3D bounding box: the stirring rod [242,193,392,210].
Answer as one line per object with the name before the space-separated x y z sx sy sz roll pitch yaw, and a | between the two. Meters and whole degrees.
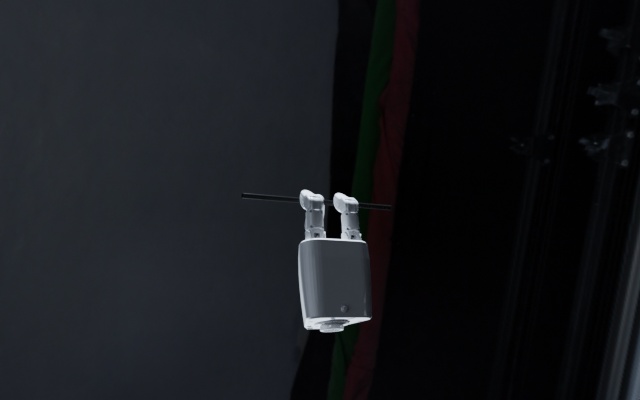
stirring rod | 0.000 0.002 0.726 0.239 0.011 0.011 5 -2 -20
